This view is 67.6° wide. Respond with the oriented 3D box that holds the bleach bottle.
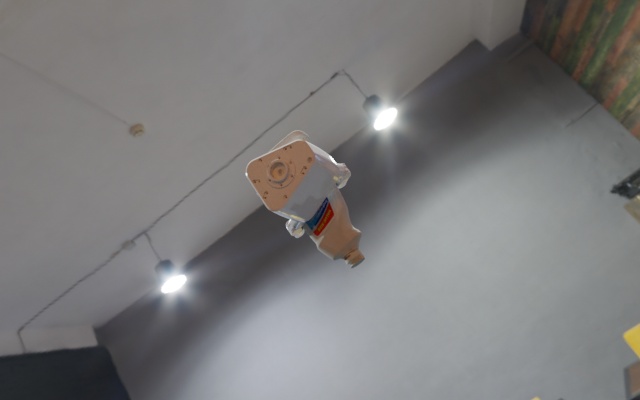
[{"bbox_3d":[0.000,0.003,0.831,0.102,0.250,0.068,-40,-20,12],"label":"bleach bottle"}]
